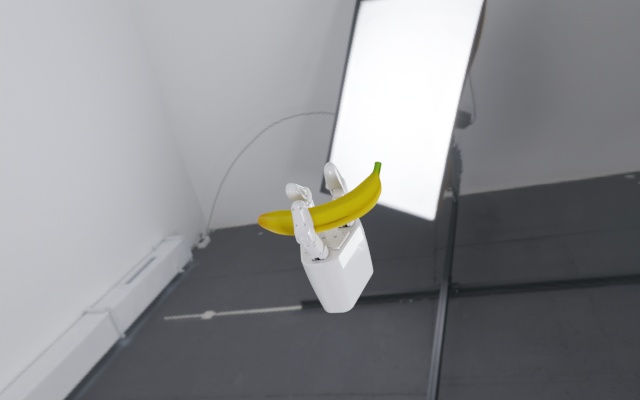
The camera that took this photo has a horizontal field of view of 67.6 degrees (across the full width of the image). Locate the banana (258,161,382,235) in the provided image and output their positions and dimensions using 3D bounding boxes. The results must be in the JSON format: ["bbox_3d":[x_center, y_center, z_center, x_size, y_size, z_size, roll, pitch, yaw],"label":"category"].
[{"bbox_3d":[0.008,0.012,0.672,0.198,0.037,0.069,-23,41,2],"label":"banana"}]
